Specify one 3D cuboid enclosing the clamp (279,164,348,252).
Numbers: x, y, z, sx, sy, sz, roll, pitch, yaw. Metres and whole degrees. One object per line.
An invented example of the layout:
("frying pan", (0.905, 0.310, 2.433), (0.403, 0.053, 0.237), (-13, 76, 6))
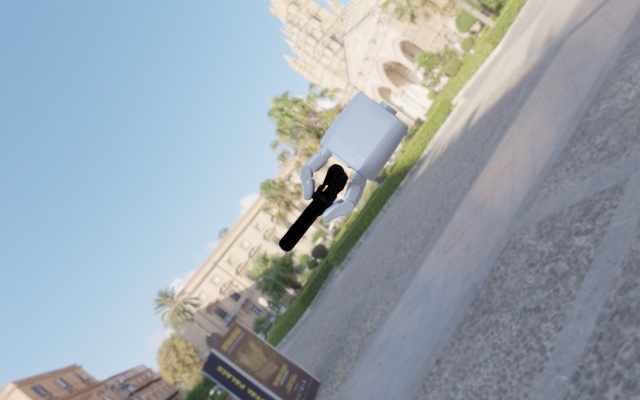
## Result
("clamp", (0.000, 0.002, 0.813), (0.036, 0.164, 0.210), (37, 12, 4))
